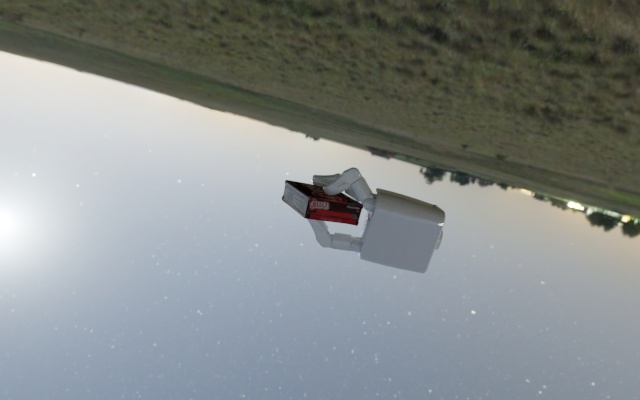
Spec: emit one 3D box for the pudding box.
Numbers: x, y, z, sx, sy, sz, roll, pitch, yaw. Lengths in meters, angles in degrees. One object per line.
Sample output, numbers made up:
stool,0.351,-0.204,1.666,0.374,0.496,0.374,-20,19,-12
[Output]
pudding box,0.000,0.003,0.738,0.090,0.039,0.113,10,9,-25
